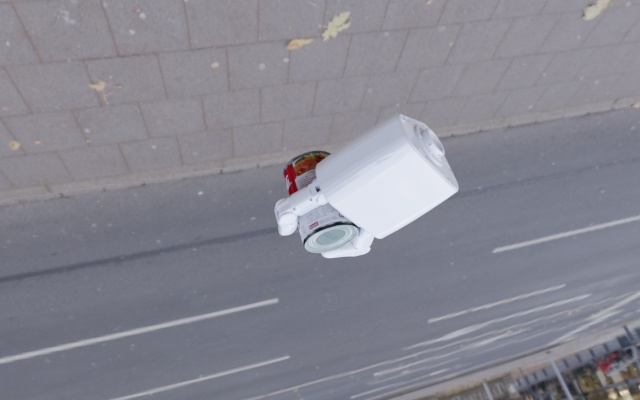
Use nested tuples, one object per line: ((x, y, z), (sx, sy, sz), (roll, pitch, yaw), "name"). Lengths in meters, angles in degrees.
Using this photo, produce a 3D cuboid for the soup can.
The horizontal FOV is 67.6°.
((0.000, 0.002, 0.564), (0.068, 0.102, 0.068), (-13, -29, -8), "soup can")
